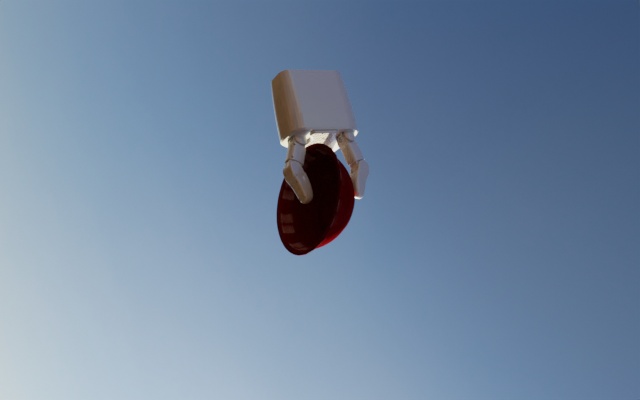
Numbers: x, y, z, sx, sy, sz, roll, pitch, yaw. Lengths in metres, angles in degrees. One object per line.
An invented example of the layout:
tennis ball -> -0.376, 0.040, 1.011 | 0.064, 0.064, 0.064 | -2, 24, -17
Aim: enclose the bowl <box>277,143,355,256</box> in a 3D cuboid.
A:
bowl -> 0.000, 0.004, 0.687 | 0.055, 0.162, 0.162 | 14, -8, -33
